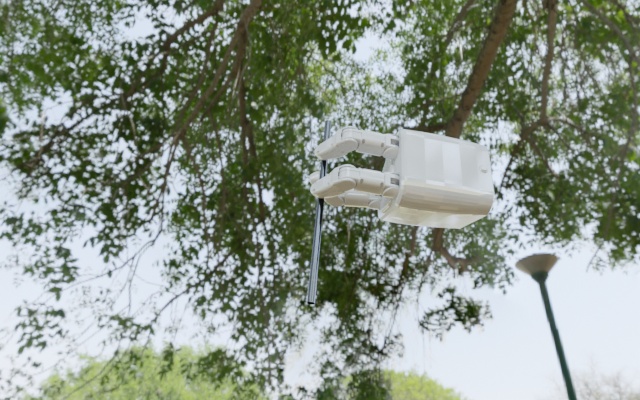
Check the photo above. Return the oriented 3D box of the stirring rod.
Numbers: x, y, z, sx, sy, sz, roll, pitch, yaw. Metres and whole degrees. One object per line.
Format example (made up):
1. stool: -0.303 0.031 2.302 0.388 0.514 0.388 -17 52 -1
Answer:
1. stirring rod: 0.000 0.002 0.543 0.011 0.239 0.011 4 -32 2
